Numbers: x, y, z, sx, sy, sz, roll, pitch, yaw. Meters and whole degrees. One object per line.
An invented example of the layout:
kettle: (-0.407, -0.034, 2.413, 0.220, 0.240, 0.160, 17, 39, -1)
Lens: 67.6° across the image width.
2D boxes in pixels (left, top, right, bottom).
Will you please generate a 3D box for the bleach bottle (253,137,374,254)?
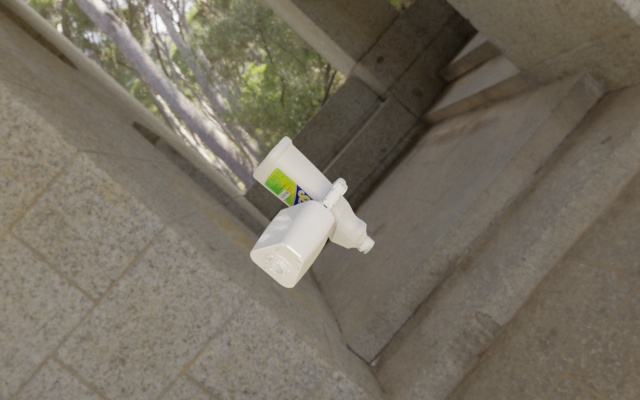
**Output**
bleach bottle: (0.000, 0.003, 0.866, 0.068, 0.251, 0.103, -54, 7, -38)
